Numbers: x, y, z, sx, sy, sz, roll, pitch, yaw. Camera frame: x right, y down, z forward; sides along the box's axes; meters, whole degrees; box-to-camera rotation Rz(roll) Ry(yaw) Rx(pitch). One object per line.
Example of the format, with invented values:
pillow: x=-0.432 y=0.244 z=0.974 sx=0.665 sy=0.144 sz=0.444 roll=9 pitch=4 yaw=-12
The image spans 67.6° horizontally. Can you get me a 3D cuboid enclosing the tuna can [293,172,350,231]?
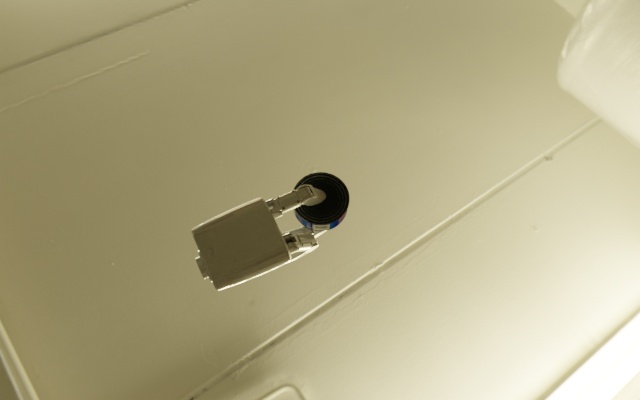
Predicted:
tuna can: x=0.000 y=0.003 z=0.723 sx=0.086 sy=0.086 sz=0.034 roll=0 pitch=-24 yaw=-1
